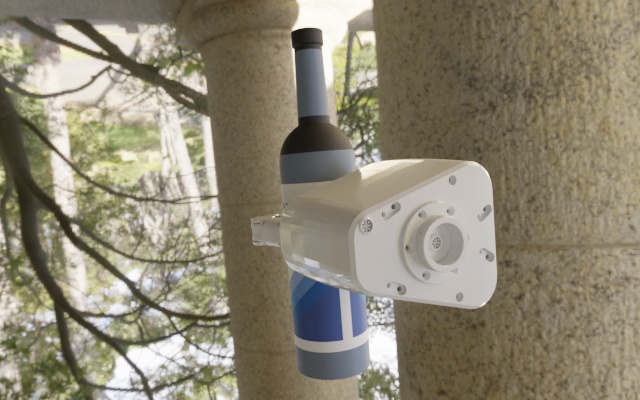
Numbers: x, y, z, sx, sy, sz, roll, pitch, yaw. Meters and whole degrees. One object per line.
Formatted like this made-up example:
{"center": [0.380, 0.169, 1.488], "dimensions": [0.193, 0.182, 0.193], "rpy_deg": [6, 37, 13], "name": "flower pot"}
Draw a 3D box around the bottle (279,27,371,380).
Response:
{"center": [0.000, 0.002, 0.420], "dimensions": [0.069, 0.296, 0.069], "rpy_deg": [-5, 4, 0], "name": "bottle"}
